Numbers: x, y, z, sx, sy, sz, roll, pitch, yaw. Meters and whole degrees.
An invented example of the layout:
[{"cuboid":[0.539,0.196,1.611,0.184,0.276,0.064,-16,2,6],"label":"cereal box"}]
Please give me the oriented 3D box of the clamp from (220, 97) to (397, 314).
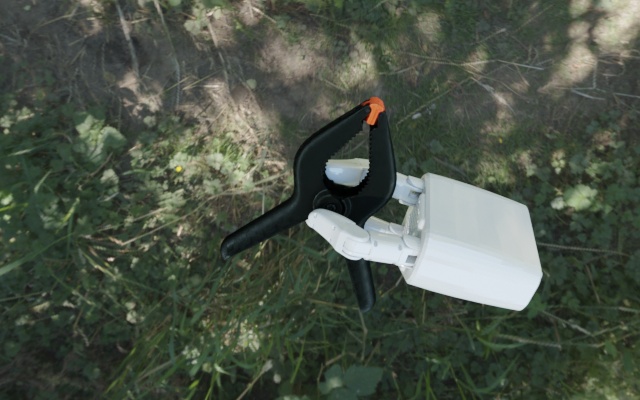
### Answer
[{"cuboid":[0.000,0.001,0.443,0.164,0.210,0.036,15,25,-3],"label":"clamp"}]
